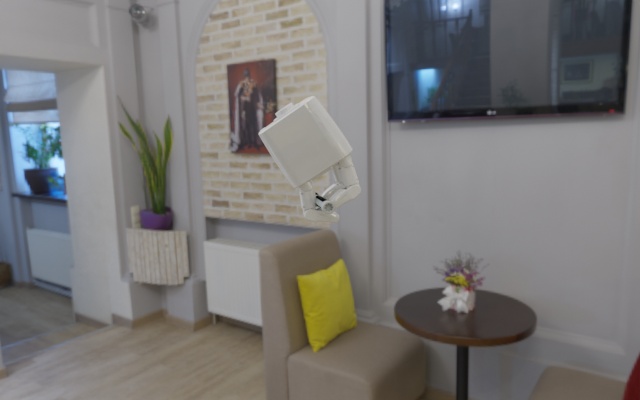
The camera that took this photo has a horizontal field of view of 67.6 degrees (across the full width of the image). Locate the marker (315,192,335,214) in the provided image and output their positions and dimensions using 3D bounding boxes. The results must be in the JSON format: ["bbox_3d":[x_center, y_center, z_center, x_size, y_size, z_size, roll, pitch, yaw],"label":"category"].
[{"bbox_3d":[0.000,0.003,0.776,0.020,0.020,0.121,0,8,-12],"label":"marker"}]
